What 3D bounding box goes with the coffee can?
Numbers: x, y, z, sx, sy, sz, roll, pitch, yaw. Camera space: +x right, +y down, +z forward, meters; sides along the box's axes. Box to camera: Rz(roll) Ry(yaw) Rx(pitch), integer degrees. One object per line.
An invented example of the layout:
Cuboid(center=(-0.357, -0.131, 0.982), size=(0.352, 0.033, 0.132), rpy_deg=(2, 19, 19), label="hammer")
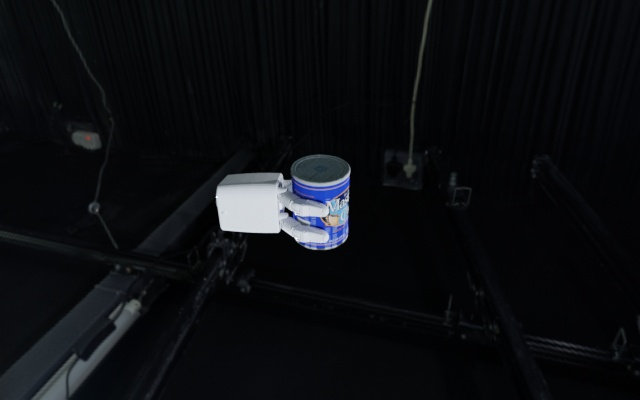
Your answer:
Cuboid(center=(0.000, 0.003, 0.857), size=(0.103, 0.140, 0.102), rpy_deg=(0, 33, 0), label="coffee can")
